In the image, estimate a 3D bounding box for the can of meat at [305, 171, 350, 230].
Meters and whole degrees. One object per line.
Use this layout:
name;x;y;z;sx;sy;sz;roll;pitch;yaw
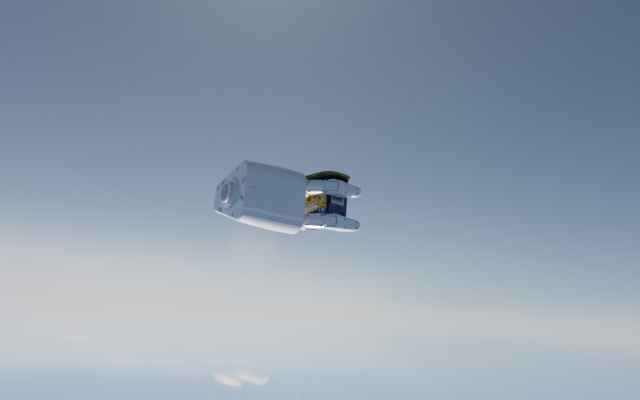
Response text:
can of meat;0.000;0.003;0.805;0.057;0.084;0.102;16;-18;-40
